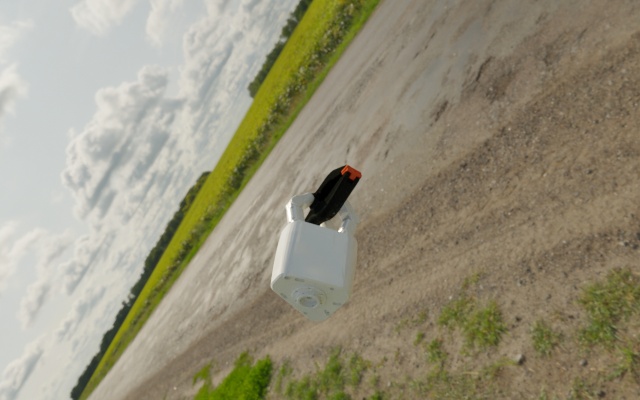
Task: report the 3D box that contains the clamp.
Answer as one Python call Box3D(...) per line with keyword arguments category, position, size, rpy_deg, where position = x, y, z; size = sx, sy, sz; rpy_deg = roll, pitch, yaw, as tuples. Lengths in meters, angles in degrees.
Box3D(category="clamp", position=(0.000, 0.002, 0.817), size=(0.036, 0.164, 0.210), rpy_deg=(27, -51, -17))
